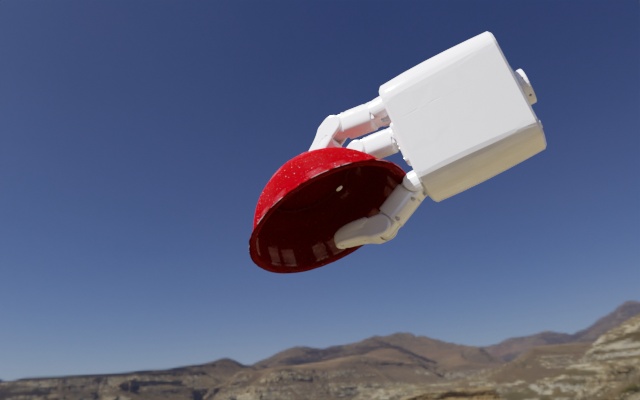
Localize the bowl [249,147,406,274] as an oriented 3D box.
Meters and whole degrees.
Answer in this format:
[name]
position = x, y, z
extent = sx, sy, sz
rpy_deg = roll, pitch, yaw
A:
[bowl]
position = -0.001, 0.002, 0.454
extent = 0.162, 0.055, 0.162
rpy_deg = -21, -32, -14
